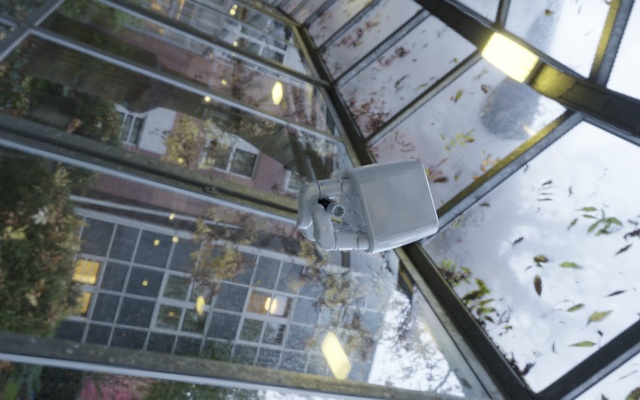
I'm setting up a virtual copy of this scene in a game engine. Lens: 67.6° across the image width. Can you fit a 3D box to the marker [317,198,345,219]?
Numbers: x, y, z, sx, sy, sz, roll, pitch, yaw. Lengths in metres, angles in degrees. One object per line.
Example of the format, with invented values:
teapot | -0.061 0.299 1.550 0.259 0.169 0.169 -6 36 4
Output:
marker | 0.000 0.002 0.636 0.020 0.020 0.121 0 10 -21
